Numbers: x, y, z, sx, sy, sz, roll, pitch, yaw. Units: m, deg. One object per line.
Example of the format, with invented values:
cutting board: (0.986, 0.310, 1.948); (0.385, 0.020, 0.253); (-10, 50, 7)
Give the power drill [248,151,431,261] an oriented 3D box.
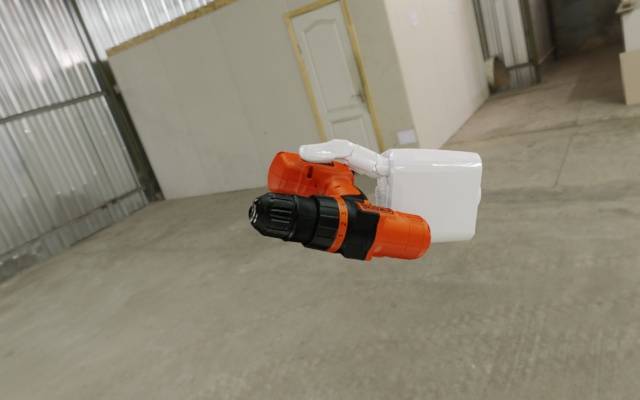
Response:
power drill: (0.000, 0.001, 0.509); (0.184, 0.057, 0.187); (12, 17, -24)
